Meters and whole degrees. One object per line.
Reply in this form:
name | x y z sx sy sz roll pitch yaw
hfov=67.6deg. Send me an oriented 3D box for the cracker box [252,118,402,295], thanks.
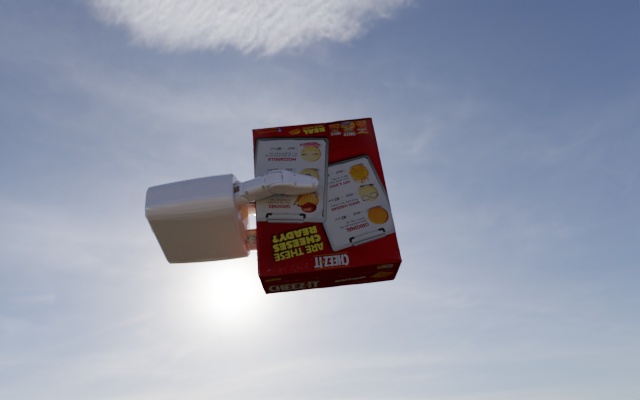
cracker box | 0.000 0.002 0.609 0.164 0.213 0.072 -6 -31 -2
